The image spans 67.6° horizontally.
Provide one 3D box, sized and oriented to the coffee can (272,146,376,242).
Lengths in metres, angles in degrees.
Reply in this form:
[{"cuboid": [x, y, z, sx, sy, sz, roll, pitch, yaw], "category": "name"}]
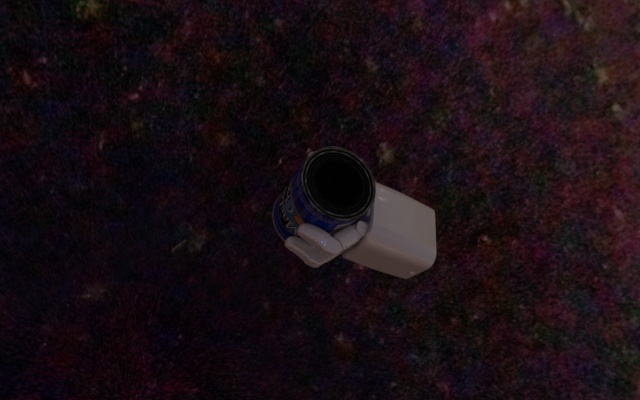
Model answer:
[{"cuboid": [0.000, 0.002, 0.663, 0.103, 0.102, 0.140, 0, -21, -22], "category": "coffee can"}]
